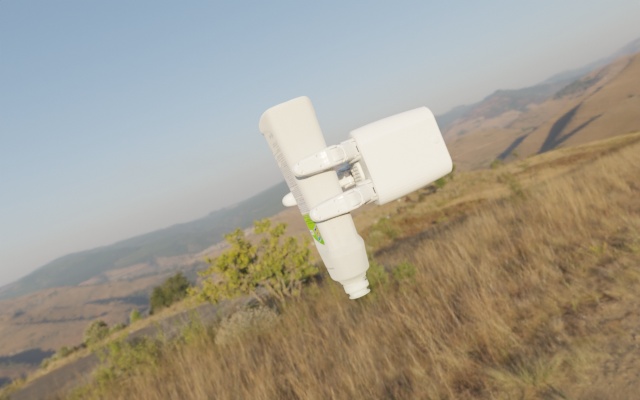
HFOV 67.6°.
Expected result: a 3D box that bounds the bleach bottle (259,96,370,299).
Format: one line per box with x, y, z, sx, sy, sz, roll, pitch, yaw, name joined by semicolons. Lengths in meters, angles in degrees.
0.000;0.002;0.604;0.068;0.251;0.102;-23;1;-10;bleach bottle
